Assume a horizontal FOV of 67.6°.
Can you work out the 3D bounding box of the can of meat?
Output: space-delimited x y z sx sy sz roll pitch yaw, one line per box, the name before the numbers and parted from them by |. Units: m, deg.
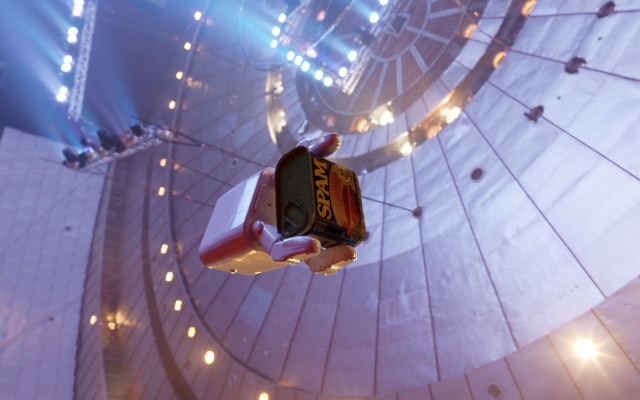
can of meat | 0.000 0.002 0.527 0.084 0.102 0.057 20 -36 -40
